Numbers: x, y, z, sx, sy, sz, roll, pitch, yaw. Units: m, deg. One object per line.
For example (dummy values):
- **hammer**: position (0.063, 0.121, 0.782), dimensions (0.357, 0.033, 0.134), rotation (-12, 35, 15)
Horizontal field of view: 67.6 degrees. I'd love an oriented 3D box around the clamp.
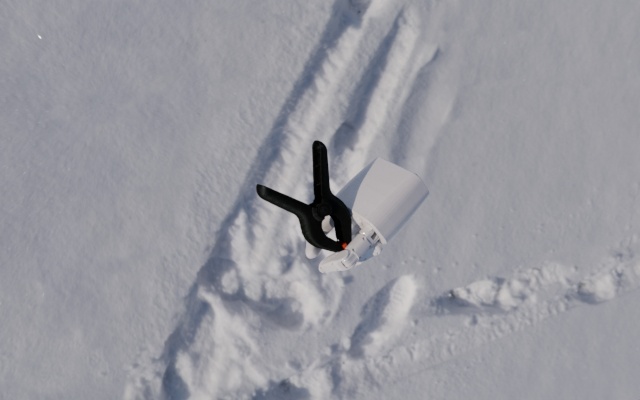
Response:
- **clamp**: position (0.000, 0.003, 0.688), dimensions (0.171, 0.120, 0.039), rotation (50, -12, -24)
